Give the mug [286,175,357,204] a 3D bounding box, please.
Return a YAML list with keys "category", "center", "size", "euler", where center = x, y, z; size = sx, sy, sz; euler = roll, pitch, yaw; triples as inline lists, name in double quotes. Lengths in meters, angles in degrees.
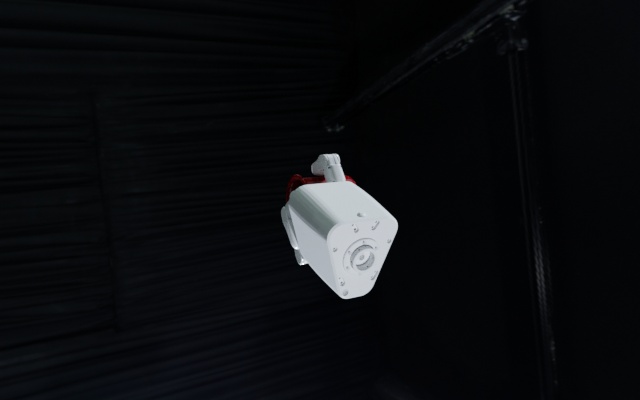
- category: "mug"
  center: [0.000, 0.002, 0.690]
  size: [0.081, 0.093, 0.117]
  euler: [-6, 26, -24]
